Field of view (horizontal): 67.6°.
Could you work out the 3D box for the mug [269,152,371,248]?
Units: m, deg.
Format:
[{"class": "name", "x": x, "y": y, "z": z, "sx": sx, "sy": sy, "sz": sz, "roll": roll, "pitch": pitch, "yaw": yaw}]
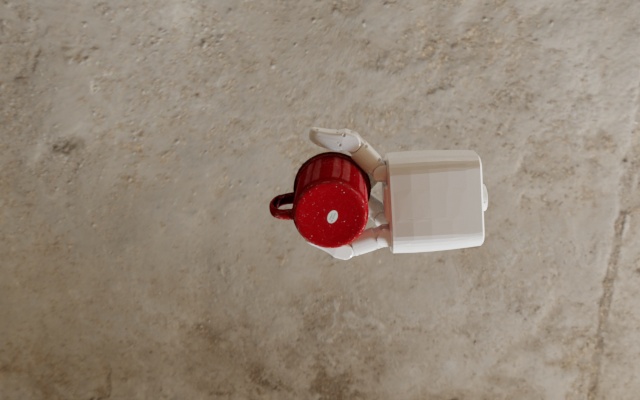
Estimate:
[{"class": "mug", "x": -0.001, "y": 0.002, "z": 0.535, "sx": 0.117, "sy": 0.093, "sz": 0.081, "roll": -4, "pitch": 21, "yaw": 4}]
